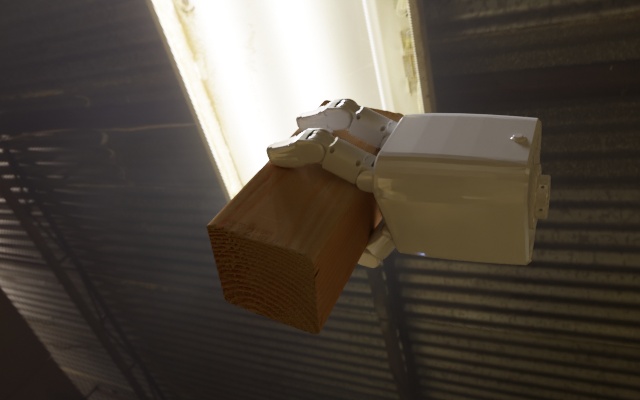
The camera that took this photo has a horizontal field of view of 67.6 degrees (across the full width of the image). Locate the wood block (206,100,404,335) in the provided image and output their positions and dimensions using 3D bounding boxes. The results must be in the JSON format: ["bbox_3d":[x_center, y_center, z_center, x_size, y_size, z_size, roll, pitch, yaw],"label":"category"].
[{"bbox_3d":[0.001,0.002,0.429,0.090,0.091,0.206,15,42,21],"label":"wood block"}]
